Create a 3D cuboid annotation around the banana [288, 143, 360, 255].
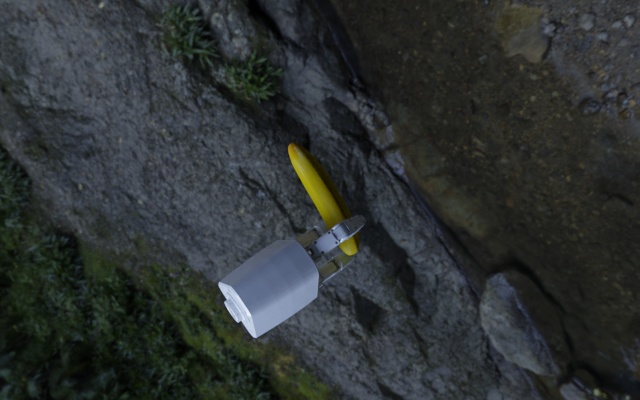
[{"bbox_3d":[0.009,0.006,0.684,0.037,0.198,0.069,-33,16,-19],"label":"banana"}]
